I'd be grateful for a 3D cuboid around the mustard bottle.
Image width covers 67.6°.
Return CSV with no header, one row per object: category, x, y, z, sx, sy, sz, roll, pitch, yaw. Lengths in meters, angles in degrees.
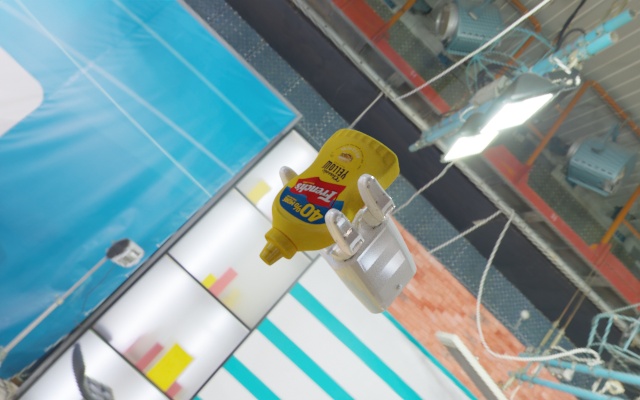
mustard bottle,0.000,0.001,0.561,0.096,0.191,0.058,32,-21,30
